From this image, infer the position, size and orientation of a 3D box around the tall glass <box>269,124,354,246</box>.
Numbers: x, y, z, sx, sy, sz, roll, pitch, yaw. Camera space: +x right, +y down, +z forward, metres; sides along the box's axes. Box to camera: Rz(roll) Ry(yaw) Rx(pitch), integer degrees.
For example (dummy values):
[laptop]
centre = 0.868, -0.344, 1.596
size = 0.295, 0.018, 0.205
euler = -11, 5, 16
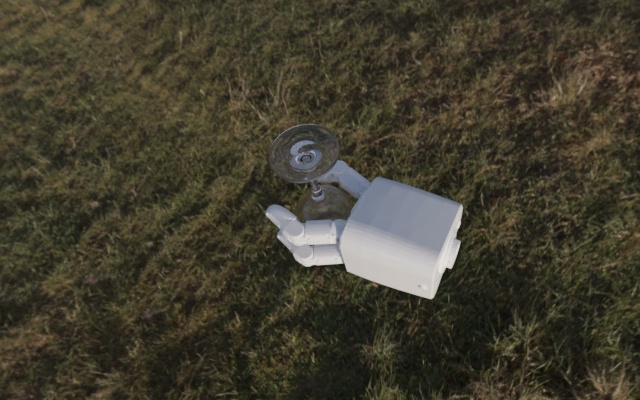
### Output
[tall glass]
centre = 0.000, 0.001, 0.570
size = 0.079, 0.079, 0.201
euler = 0, -31, 11
